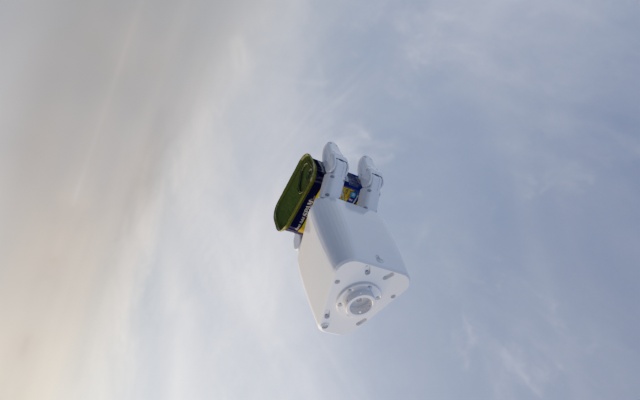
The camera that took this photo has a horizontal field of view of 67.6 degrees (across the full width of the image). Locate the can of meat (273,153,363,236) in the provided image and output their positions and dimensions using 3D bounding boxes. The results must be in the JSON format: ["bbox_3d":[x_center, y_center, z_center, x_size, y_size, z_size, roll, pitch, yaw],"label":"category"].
[{"bbox_3d":[0.000,0.002,0.612,0.084,0.102,0.057,19,24,-25],"label":"can of meat"}]
